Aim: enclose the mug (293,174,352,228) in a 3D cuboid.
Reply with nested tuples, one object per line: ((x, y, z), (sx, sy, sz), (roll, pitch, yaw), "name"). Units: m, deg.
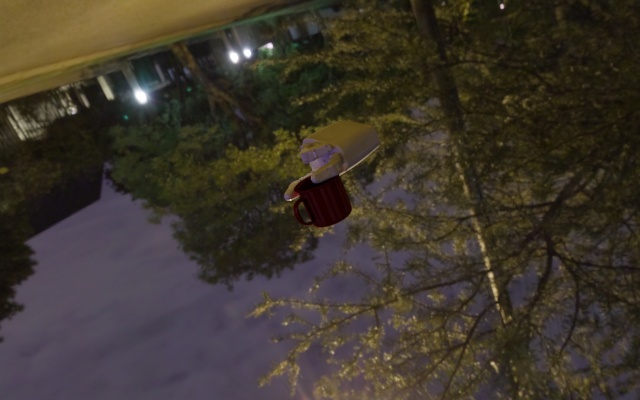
((-0.001, 0.004, 0.882), (0.117, 0.081, 0.093), (-36, 22, -32), "mug")
